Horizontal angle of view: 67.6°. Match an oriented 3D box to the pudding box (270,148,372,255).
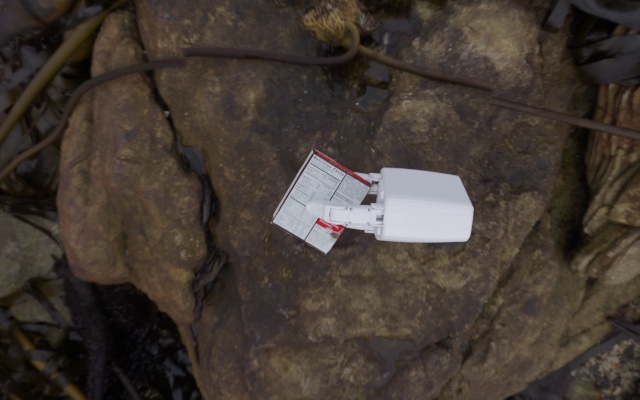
[{"bbox_3d":[0.000,0.002,0.628,0.090,0.113,0.039,31,10,-6],"label":"pudding box"}]
